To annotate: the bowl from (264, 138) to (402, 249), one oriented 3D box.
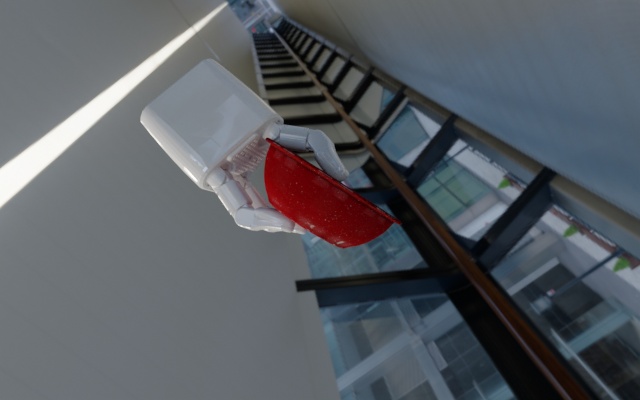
[{"bbox_3d":[0.001,0.003,0.485,0.162,0.055,0.162,32,2,-1],"label":"bowl"}]
